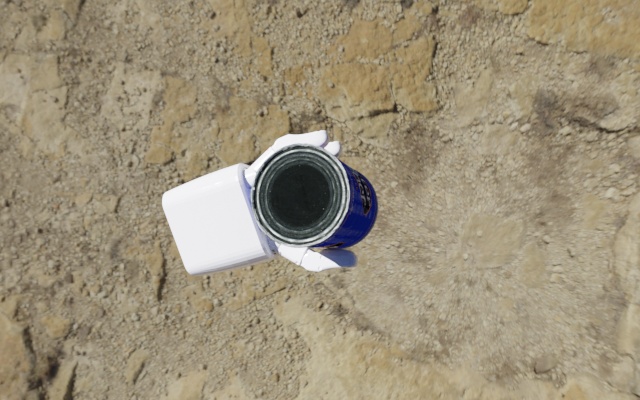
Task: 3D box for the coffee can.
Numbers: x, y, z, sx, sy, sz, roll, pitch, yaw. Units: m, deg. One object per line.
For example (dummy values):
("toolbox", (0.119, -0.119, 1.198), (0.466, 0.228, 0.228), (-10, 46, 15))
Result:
("coffee can", (0.000, 0.002, 0.524), (0.103, 0.103, 0.140), (0, -6, 18))
